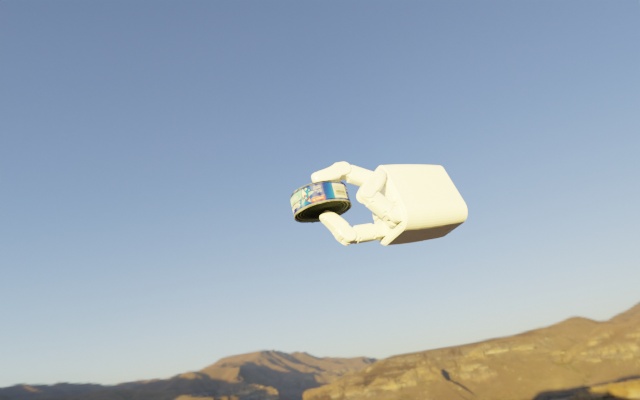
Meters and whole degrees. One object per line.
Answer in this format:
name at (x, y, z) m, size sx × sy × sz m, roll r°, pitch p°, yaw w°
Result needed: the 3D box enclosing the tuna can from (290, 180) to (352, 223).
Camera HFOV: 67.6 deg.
tuna can at (0.000, 0.002, 0.694) m, size 0.086 × 0.033 × 0.086 m, roll -12°, pitch -19°, yaw -4°
